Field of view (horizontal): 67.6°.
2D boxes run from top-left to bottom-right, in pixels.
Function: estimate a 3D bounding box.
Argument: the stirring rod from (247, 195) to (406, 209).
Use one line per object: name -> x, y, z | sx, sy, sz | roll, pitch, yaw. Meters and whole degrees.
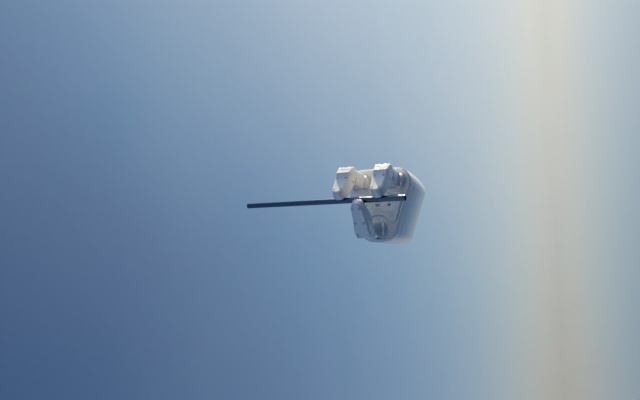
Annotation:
stirring rod -> 0.000, 0.002, 0.661 | 0.239, 0.011, 0.011 | -3, -1, 26
